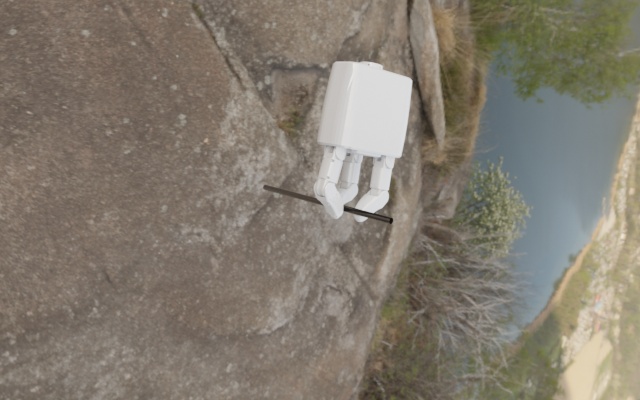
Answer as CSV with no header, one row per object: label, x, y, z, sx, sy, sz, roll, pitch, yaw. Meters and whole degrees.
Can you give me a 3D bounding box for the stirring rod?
stirring rod,0.000,0.002,0.663,0.239,0.011,0.011,15,10,42
